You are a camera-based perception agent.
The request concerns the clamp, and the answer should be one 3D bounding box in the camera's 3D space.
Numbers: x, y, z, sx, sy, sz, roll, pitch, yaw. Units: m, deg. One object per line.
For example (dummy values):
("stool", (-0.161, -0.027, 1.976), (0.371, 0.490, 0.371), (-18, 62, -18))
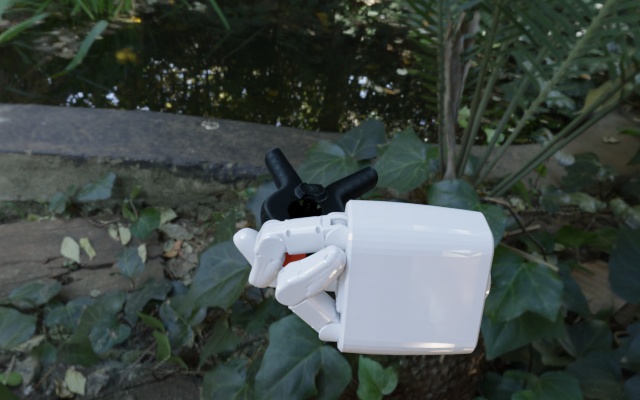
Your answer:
("clamp", (0.000, 0.001, 0.450), (0.120, 0.039, 0.171), (2, 35, -1))
